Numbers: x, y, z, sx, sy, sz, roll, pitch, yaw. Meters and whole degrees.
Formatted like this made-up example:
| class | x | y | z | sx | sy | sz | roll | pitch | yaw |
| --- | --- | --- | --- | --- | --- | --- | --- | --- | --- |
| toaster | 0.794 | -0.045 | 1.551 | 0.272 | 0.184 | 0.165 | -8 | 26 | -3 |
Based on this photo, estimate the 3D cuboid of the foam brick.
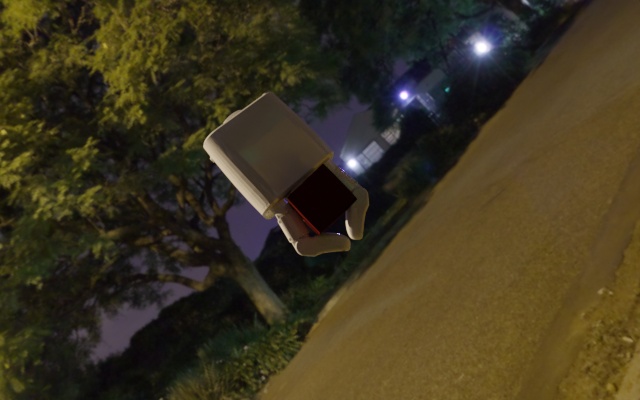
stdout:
| class | x | y | z | sx | sy | sz | roll | pitch | yaw |
| --- | --- | --- | --- | --- | --- | --- | --- | --- | --- |
| foam brick | 0.000 | 0.002 | 0.514 | 0.053 | 0.051 | 0.078 | -43 | -3 | -6 |
